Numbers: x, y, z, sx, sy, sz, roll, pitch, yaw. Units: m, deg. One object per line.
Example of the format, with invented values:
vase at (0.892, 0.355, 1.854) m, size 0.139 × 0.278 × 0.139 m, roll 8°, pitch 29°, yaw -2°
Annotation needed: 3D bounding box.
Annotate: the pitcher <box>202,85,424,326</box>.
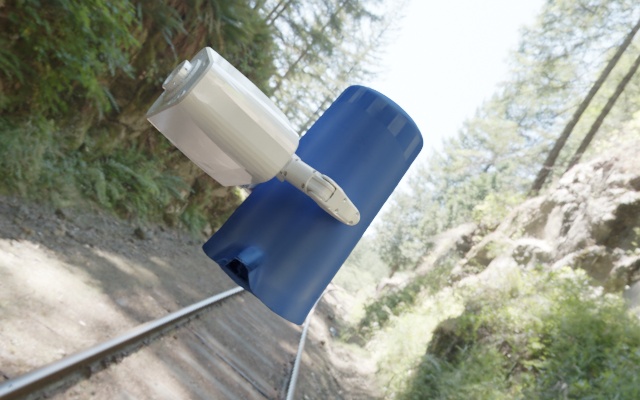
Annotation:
pitcher at (0.000, 0.002, 0.523) m, size 0.145 × 0.243 × 0.149 m, roll 42°, pitch -6°, yaw -29°
